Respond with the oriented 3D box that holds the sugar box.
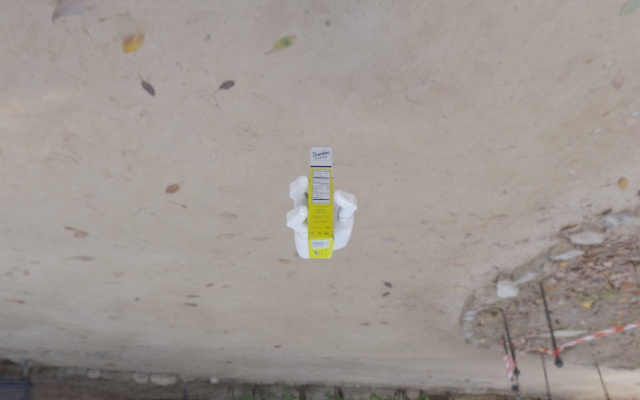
[{"bbox_3d":[0.000,0.003,0.833,0.048,0.176,0.093,-1,-26,-3],"label":"sugar box"}]
